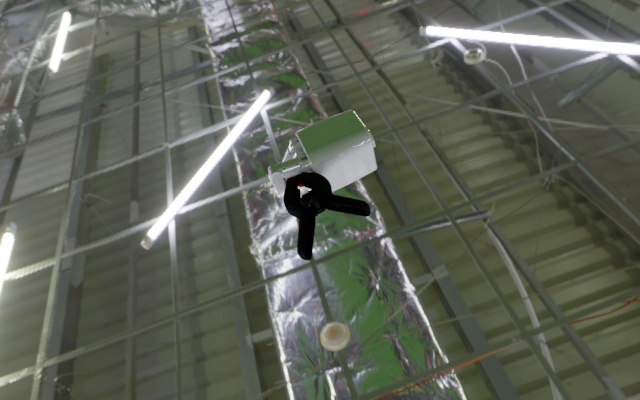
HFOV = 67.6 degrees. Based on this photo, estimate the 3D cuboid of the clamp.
[{"bbox_3d":[0.000,0.003,0.719,0.120,0.171,0.039,-27,-45,1],"label":"clamp"}]
